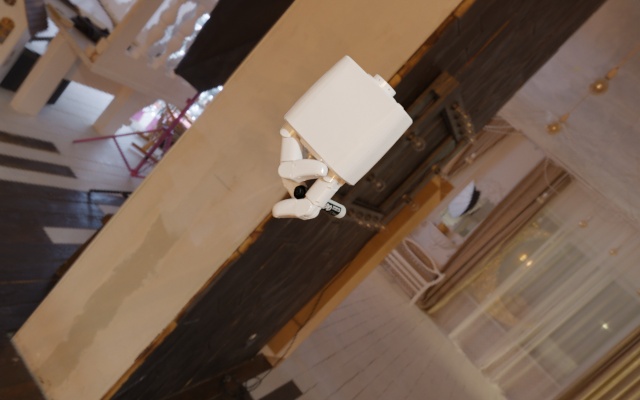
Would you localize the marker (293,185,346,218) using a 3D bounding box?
[{"bbox_3d":[0.000,0.002,0.623,0.020,0.020,0.121,0,-13,28],"label":"marker"}]
